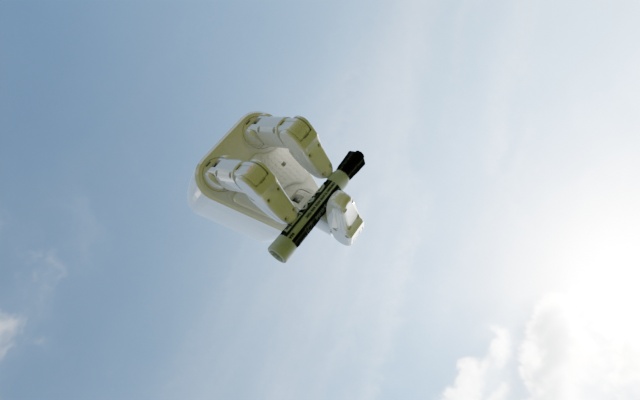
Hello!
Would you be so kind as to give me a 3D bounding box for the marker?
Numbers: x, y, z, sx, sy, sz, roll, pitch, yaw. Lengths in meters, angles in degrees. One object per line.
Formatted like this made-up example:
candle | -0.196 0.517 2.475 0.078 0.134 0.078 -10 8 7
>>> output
marker | 0.000 0.001 0.403 0.020 0.121 0.020 32 -24 16
